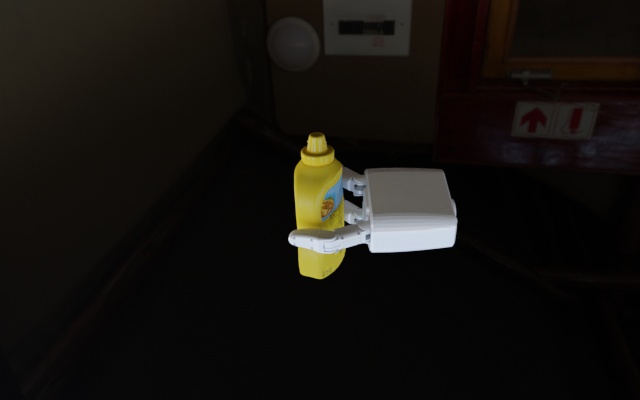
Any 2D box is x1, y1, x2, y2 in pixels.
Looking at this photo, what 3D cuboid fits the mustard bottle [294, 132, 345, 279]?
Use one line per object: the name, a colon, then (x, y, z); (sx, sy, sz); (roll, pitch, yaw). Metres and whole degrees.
mustard bottle: (0.000, 0.002, 0.629); (0.058, 0.192, 0.096); (11, 34, 21)
